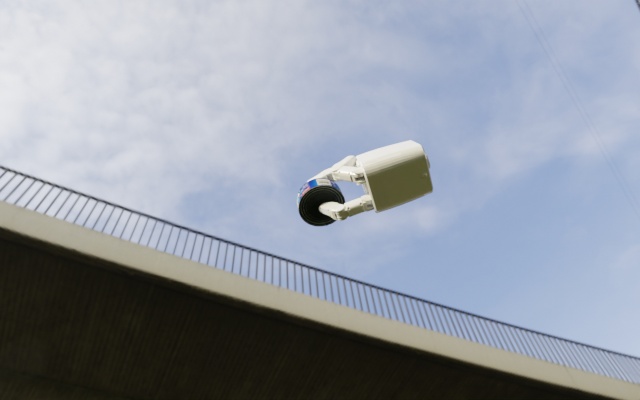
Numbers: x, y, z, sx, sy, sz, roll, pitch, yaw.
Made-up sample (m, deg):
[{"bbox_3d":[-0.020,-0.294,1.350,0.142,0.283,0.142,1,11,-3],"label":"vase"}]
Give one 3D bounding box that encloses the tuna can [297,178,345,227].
[{"bbox_3d":[0.000,0.003,0.866,0.086,0.086,0.033,0,30,-11],"label":"tuna can"}]
